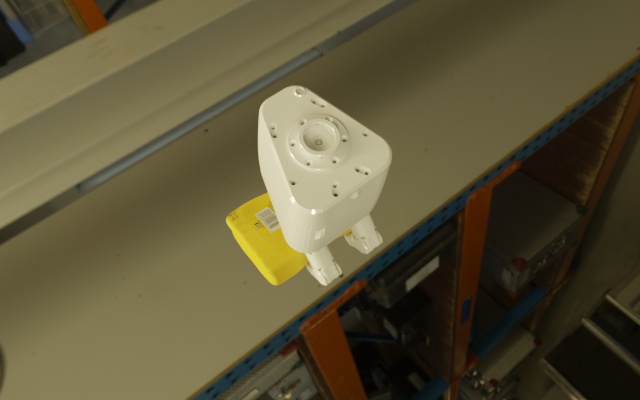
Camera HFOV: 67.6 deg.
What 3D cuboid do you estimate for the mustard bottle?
[{"bbox_3d":[0.000,0.002,0.522,0.191,0.058,0.096,-35,51,-15],"label":"mustard bottle"}]
